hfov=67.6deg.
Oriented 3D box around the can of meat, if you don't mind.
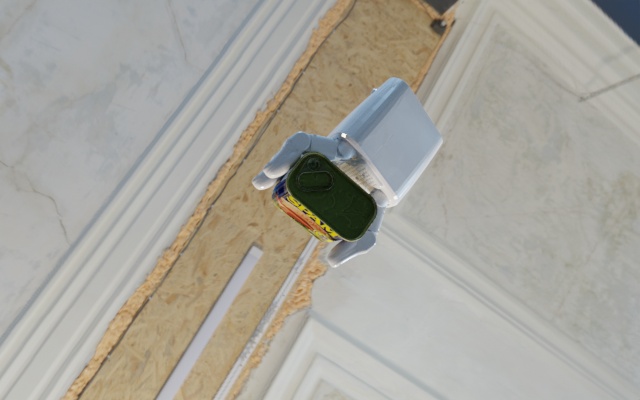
[{"bbox_3d":[0.000,0.002,0.531,0.102,0.057,0.084,40,-19,-9],"label":"can of meat"}]
